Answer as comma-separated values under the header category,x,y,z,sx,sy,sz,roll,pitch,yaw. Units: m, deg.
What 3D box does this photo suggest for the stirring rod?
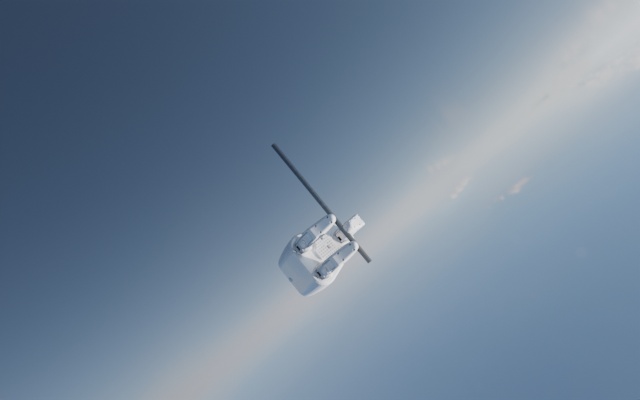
category,x,y,z,sx,sy,sz,roll,pitch,yaw
stirring rod,0.000,0.002,0.748,0.011,0.239,0.011,-39,-7,-6
